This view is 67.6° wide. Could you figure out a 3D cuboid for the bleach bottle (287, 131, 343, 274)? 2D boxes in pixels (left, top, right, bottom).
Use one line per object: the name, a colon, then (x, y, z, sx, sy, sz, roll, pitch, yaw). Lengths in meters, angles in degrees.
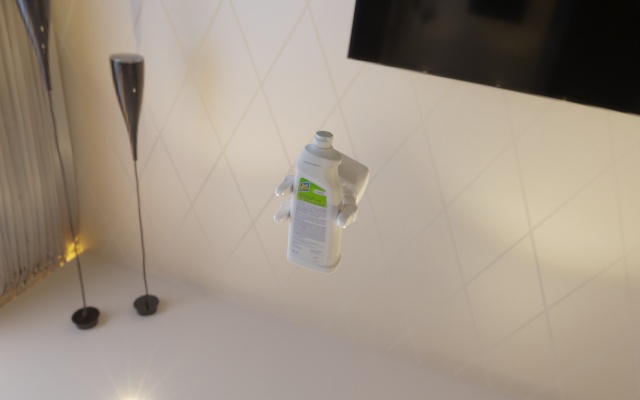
bleach bottle: (0.000, 0.003, 0.834, 0.102, 0.251, 0.068, 15, 30, 13)
